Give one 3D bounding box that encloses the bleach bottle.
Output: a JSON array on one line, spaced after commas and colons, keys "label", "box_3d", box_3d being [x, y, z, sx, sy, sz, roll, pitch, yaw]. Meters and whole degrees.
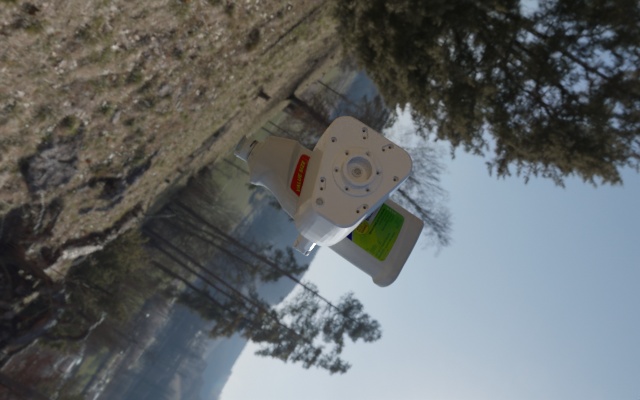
[{"label": "bleach bottle", "box_3d": [0.000, 0.002, 0.603, 0.251, 0.102, 0.068, 32, -17, -1]}]
